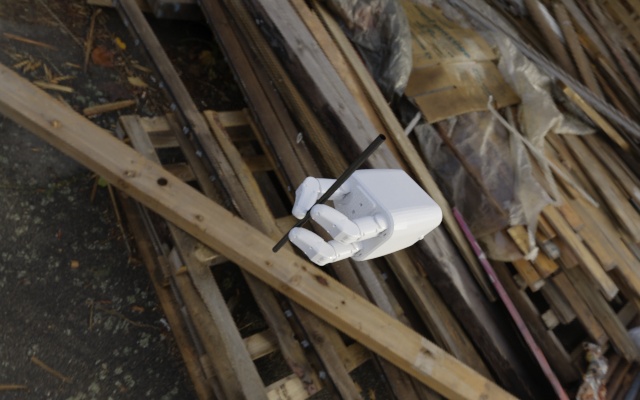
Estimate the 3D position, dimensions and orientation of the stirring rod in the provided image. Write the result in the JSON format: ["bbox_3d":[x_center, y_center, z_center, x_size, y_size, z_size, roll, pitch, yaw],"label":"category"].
[{"bbox_3d":[0.000,0.002,0.545,0.011,0.011,0.240,0,-32,-36],"label":"stirring rod"}]
